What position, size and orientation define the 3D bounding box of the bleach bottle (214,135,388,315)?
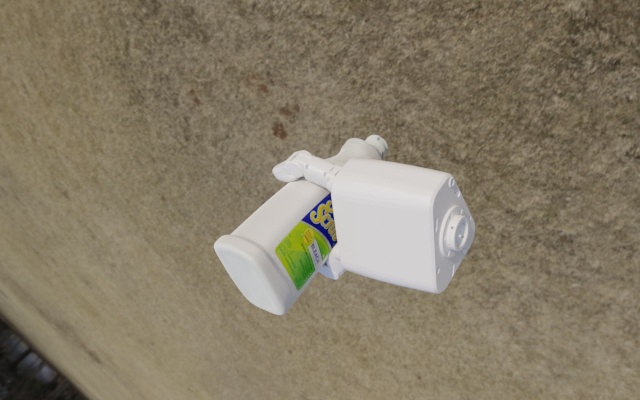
[{"bbox_3d":[0.000,0.002,0.535,0.068,0.103,0.250,12,48,38],"label":"bleach bottle"}]
